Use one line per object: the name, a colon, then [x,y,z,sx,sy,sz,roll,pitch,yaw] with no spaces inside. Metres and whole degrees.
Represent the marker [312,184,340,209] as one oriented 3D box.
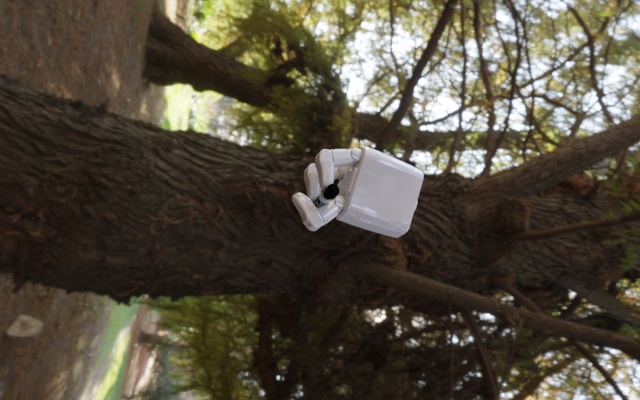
marker: [0.000,0.002,0.712,0.020,0.020,0.121,0,-19,-20]
